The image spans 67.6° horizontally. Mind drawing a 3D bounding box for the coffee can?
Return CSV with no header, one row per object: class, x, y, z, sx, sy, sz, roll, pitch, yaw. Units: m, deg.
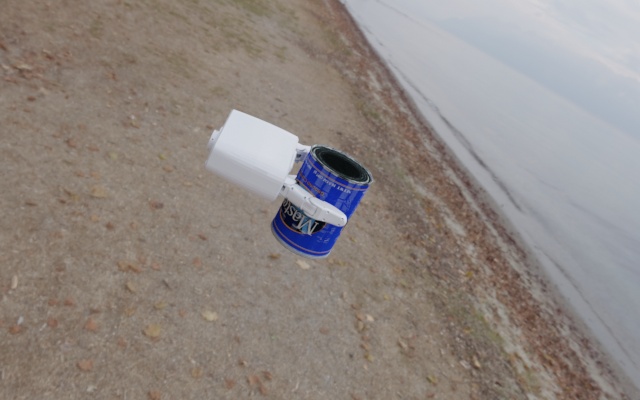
coffee can,0.000,0.003,0.714,0.103,0.140,0.102,24,24,-12
